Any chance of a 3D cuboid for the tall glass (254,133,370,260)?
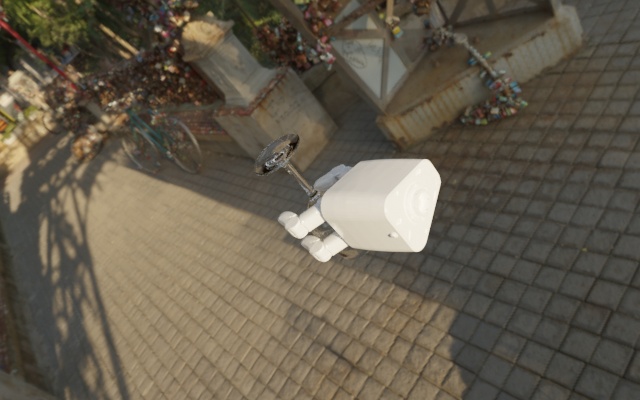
[{"bbox_3d":[0.000,0.002,0.668,0.079,0.079,0.201,0,-39,48],"label":"tall glass"}]
